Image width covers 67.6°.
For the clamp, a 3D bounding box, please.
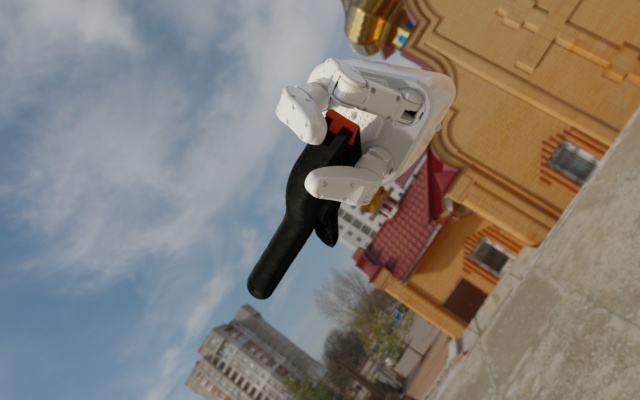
[{"bbox_3d":[0.000,0.001,0.414,0.039,0.171,0.120,34,30,14],"label":"clamp"}]
